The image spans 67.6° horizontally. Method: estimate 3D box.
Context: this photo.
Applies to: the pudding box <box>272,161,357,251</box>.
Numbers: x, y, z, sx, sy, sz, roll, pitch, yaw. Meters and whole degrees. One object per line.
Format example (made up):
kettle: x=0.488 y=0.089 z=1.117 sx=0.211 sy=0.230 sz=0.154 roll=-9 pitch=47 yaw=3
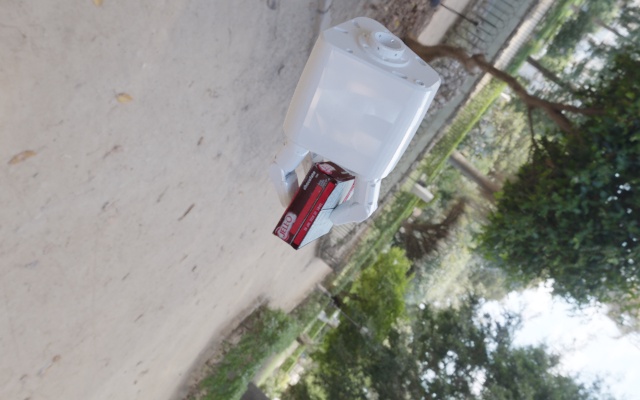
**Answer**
pudding box: x=0.000 y=0.002 z=0.542 sx=0.039 sy=0.090 sz=0.113 roll=36 pitch=16 yaw=13
